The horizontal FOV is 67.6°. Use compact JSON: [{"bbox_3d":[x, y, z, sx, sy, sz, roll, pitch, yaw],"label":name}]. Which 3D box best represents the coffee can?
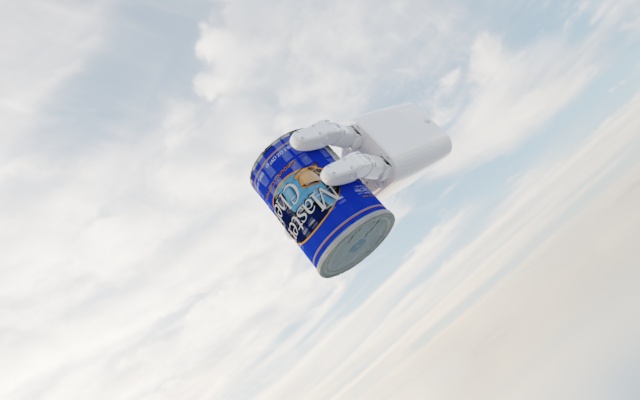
[{"bbox_3d":[0.000,0.002,0.541,0.140,0.103,0.103,50,26,24],"label":"coffee can"}]
